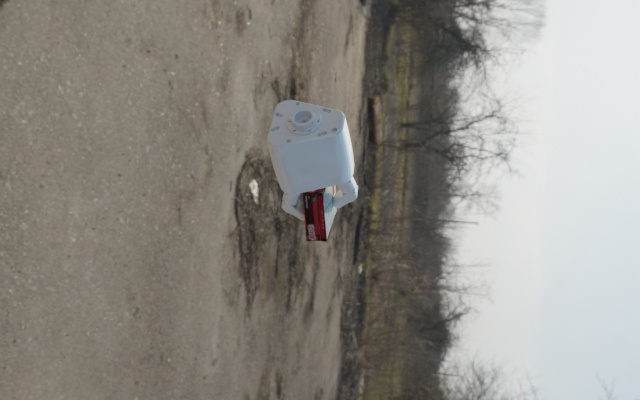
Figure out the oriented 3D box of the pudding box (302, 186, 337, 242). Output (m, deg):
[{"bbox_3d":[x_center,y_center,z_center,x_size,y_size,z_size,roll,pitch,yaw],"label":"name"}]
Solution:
[{"bbox_3d":[0.000,0.003,0.792,0.039,0.090,0.113,3,27,12],"label":"pudding box"}]
